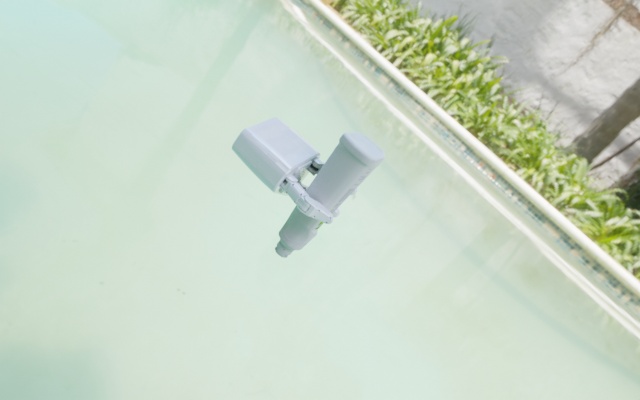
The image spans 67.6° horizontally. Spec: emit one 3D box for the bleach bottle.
[{"bbox_3d":[0.000,0.003,0.796,0.068,0.251,0.102,44,22,12],"label":"bleach bottle"}]
